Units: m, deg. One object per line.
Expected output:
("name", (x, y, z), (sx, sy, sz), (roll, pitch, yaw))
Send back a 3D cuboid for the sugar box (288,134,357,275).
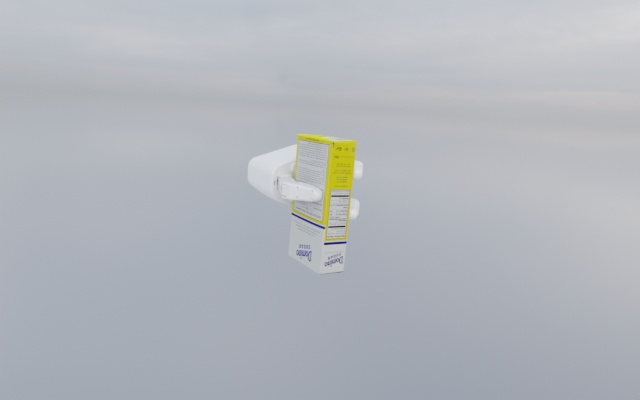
("sugar box", (0.001, 0.002, 0.649), (0.048, 0.176, 0.093), (-4, 14, -31))
